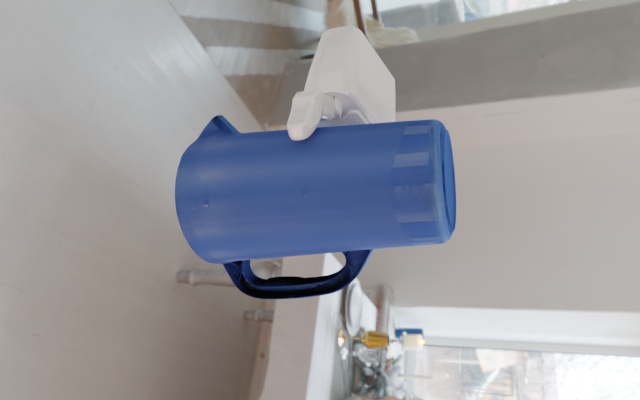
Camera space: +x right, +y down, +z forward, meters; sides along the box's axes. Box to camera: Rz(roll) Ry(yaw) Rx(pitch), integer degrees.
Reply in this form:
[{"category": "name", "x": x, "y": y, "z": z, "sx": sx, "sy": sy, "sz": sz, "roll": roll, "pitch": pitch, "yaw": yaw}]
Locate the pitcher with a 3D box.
[{"category": "pitcher", "x": 0.000, "y": 0.001, "z": 0.454, "sx": 0.243, "sy": 0.145, "sz": 0.149, "roll": -4, "pitch": -37, "yaw": 21}]
